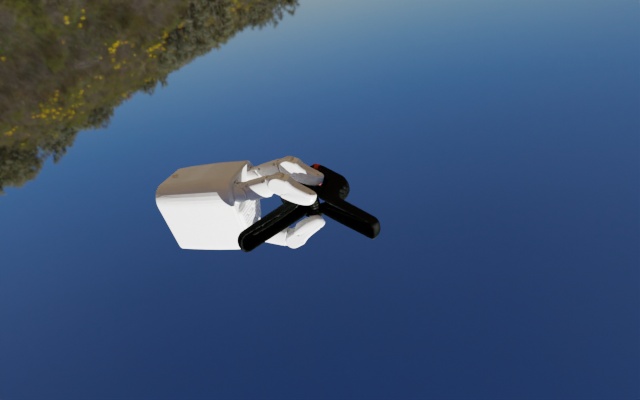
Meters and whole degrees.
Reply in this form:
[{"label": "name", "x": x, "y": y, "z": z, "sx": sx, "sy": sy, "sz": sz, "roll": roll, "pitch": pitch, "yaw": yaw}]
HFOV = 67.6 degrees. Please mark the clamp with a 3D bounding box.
[{"label": "clamp", "x": 0.000, "y": 0.003, "z": 0.620, "sx": 0.164, "sy": 0.036, "sz": 0.210, "roll": -3, "pitch": 25, "yaw": 13}]
